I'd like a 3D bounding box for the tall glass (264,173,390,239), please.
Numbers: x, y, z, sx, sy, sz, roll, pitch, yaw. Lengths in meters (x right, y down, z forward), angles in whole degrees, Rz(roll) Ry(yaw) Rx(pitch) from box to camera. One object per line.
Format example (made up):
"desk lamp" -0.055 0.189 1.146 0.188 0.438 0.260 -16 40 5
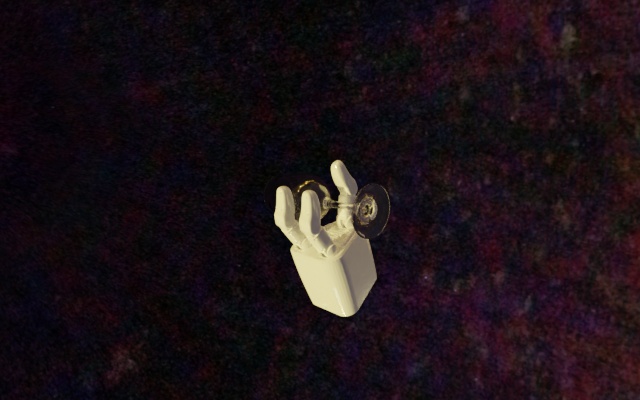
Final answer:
"tall glass" 0.001 0.002 0.697 0.079 0.079 0.201 0 7 -43
